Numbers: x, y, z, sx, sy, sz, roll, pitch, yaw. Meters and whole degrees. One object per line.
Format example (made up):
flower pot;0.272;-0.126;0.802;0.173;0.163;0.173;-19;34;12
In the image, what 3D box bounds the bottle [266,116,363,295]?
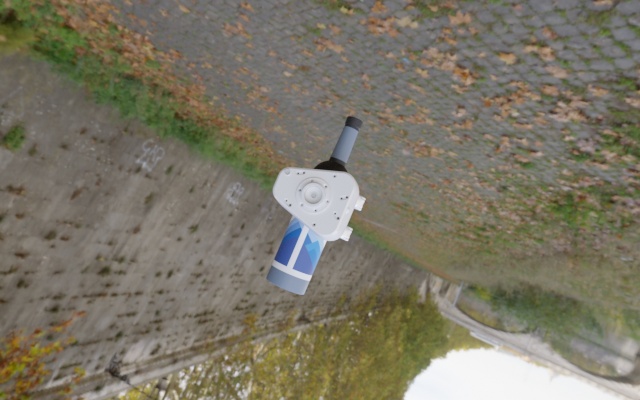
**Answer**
bottle;0.000;0.003;0.775;0.069;0.295;0.069;23;-3;1
